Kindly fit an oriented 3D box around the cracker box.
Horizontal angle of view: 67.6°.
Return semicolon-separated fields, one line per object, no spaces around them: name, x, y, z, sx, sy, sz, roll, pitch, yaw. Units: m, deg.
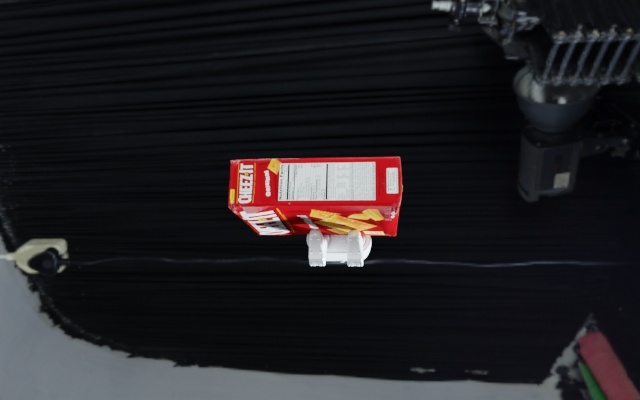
cracker box;0.000;0.002;0.653;0.214;0.072;0.164;-1;-17;6
